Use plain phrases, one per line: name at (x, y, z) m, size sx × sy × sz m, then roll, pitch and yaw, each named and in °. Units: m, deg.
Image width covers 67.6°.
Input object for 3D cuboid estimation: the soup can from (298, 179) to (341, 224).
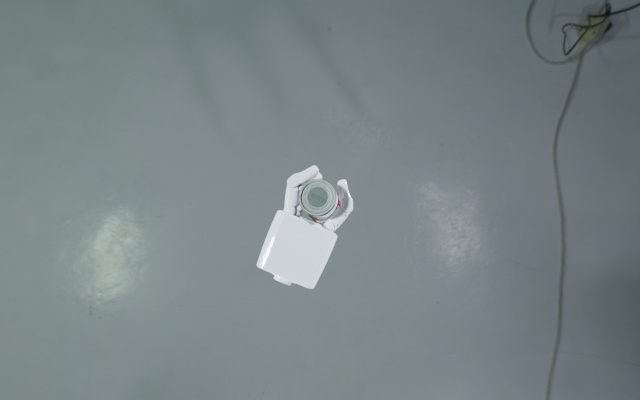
soup can at (0.000, 0.002, 0.868) m, size 0.068 × 0.068 × 0.102 m, roll 0°, pitch -9°, yaw 7°
